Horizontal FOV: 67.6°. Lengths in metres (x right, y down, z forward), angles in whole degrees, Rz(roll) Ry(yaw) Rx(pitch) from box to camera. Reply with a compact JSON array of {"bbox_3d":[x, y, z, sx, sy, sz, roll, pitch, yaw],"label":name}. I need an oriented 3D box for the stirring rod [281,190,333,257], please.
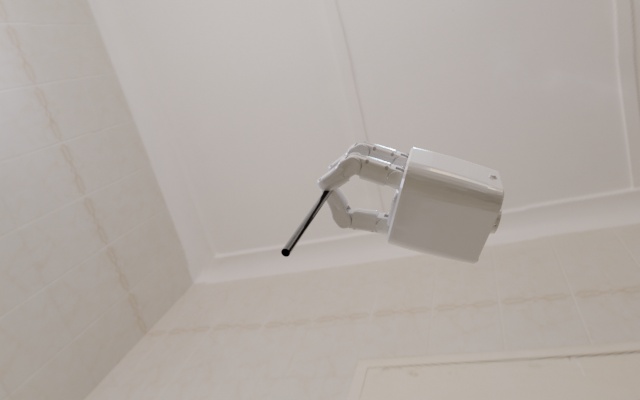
[{"bbox_3d":[0.000,0.002,0.517,0.011,0.011,0.239,0,21,16],"label":"stirring rod"}]
